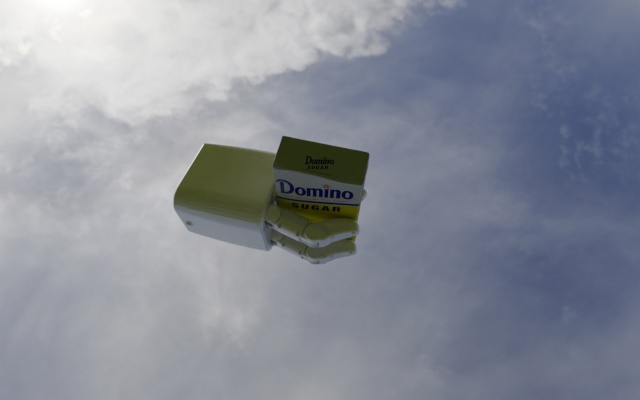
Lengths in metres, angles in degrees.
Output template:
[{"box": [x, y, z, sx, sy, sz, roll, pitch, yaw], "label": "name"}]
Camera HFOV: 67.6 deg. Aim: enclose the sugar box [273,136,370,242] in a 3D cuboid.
[{"box": [0.000, 0.002, 0.542, 0.093, 0.048, 0.176, 12, -26, 7], "label": "sugar box"}]
